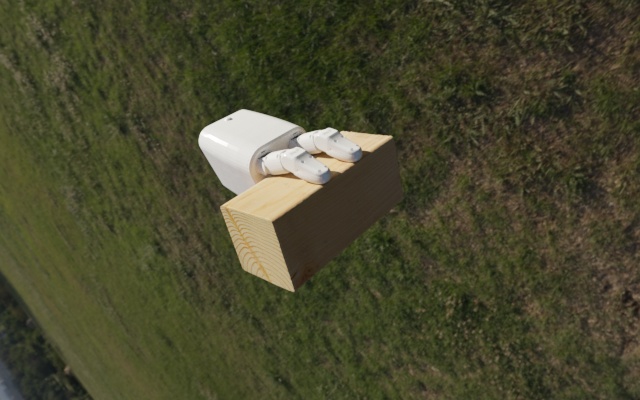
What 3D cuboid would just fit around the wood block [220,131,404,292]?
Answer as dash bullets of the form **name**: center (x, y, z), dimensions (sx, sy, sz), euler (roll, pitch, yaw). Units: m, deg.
- **wood block**: center (0.000, 0.002, 0.564), dimensions (0.090, 0.091, 0.206), euler (14, 38, 42)
